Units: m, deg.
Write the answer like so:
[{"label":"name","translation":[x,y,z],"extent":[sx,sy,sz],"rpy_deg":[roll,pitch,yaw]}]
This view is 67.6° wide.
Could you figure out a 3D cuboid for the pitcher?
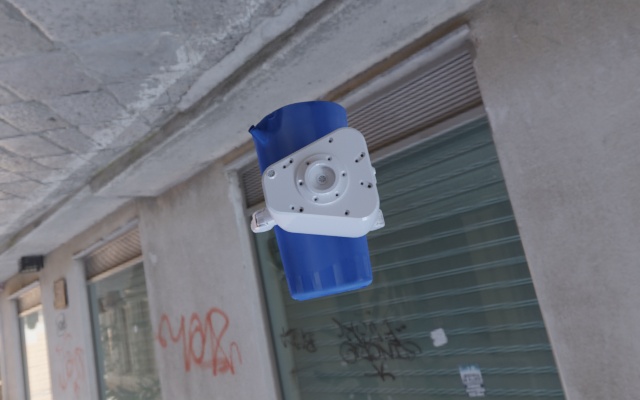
[{"label":"pitcher","translation":[0.000,0.002,0.638],"extent":[0.149,0.242,0.145],"rpy_deg":[-11,-11,-2]}]
